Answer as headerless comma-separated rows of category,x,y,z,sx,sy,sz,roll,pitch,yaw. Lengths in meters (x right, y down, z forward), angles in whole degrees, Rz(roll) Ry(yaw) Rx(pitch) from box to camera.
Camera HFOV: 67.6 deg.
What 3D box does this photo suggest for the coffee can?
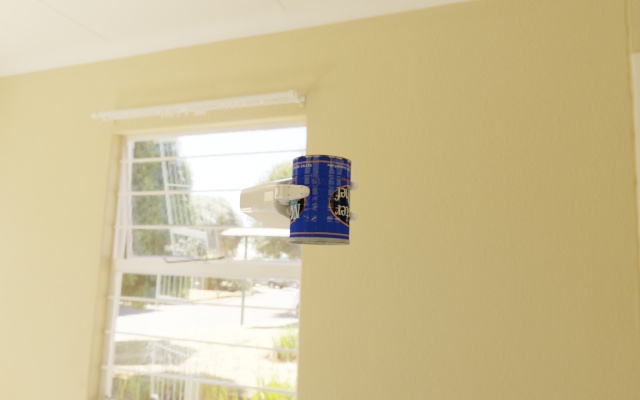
coffee can,0.000,0.003,0.804,0.103,0.140,0.103,2,-8,0
